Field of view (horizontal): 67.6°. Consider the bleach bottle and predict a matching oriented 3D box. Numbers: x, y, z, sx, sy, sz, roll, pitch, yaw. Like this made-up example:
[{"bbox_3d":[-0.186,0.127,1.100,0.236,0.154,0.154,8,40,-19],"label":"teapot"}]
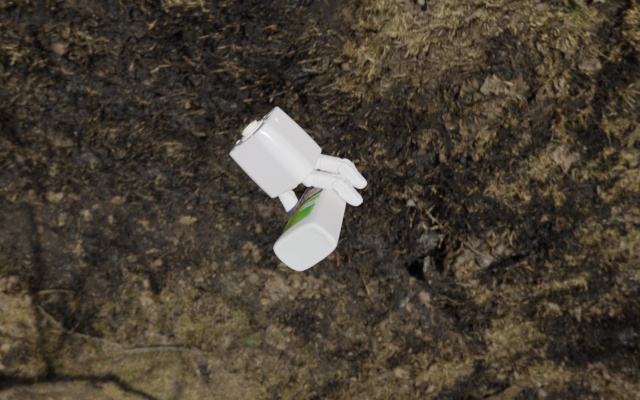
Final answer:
[{"bbox_3d":[0.000,0.003,0.814,0.102,0.068,0.250,-36,20,30],"label":"bleach bottle"}]
